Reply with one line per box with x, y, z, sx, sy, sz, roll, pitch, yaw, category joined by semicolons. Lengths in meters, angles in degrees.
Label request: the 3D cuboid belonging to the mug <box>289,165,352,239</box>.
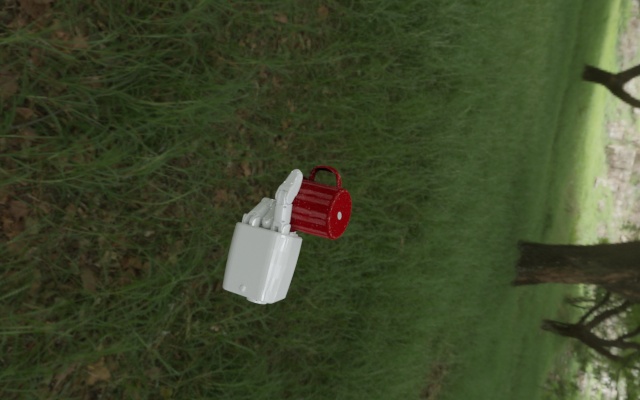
0.001;0.001;0.758;0.081;0.117;0.093;13;-3;27;mug
